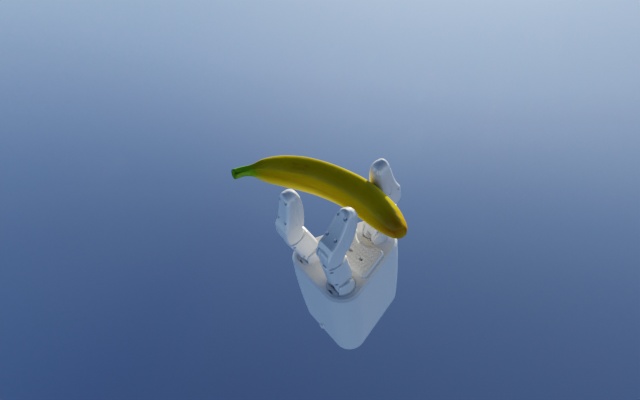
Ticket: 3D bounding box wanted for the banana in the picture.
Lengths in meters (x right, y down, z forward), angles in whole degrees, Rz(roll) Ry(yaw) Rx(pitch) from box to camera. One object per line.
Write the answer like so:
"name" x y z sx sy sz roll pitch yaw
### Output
"banana" 0.006 -0.011 0.497 0.198 0.037 0.069 18 46 24
